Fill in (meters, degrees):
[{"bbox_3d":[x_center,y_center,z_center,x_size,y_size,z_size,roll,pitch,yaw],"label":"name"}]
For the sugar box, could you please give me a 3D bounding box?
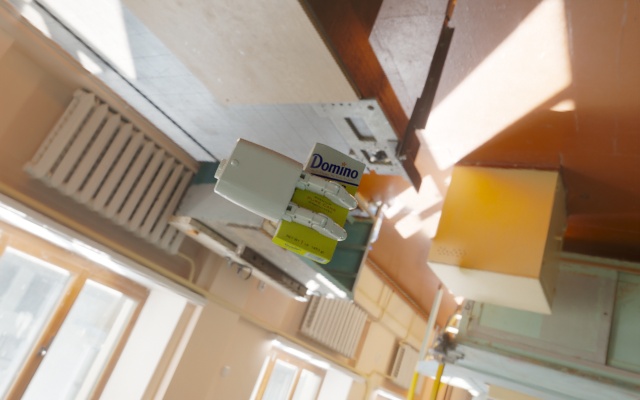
[{"bbox_3d":[0.000,0.002,0.755,0.093,0.176,0.048,24,-20,-8],"label":"sugar box"}]
